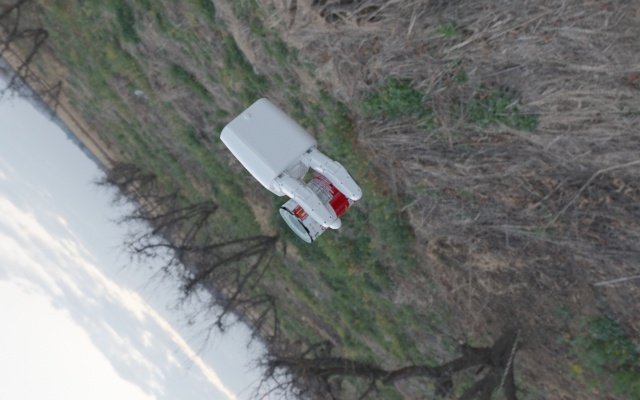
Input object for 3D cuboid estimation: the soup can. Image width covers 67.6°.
[{"bbox_3d":[0.000,0.003,0.682,0.102,0.068,0.068,-43,14,-16],"label":"soup can"}]
